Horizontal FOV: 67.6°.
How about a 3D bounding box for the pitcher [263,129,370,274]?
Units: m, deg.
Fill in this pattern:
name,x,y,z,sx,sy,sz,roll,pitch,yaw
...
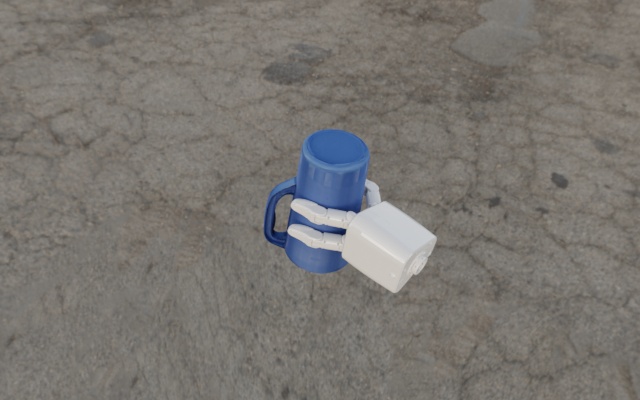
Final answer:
name,x,y,z,sx,sy,sz,roll,pitch,yaw
pitcher,0.000,0.003,0.820,0.145,0.243,0.149,37,50,26
